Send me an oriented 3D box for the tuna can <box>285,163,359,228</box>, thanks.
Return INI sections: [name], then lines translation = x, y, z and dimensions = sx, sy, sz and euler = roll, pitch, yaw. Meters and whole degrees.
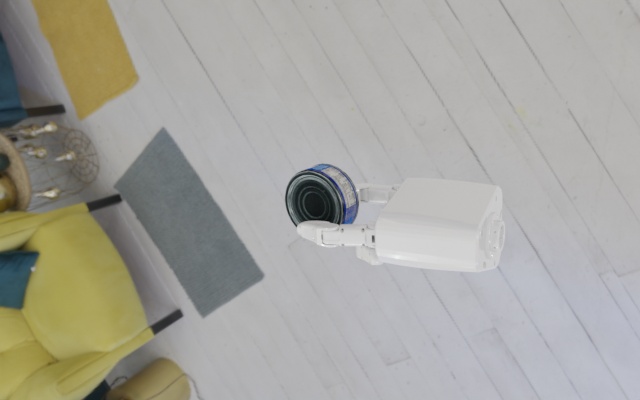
[tuna can]
translation = 0.000, 0.002, 0.560
dimensions = 0.086, 0.086, 0.033
euler = 0, 16, 36
